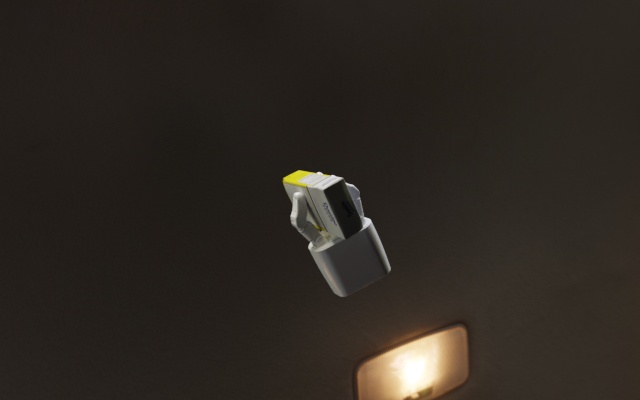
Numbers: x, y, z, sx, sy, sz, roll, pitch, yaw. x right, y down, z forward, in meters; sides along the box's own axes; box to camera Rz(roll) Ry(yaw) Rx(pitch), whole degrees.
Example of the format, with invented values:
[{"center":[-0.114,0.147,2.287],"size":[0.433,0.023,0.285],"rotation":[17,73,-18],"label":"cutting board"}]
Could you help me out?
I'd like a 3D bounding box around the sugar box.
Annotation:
[{"center":[0.001,0.002,0.806],"size":[0.048,0.093,0.176],"rotation":[-32,20,-21],"label":"sugar box"}]
